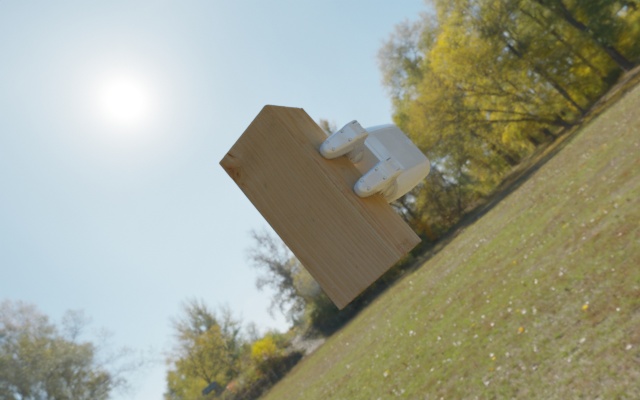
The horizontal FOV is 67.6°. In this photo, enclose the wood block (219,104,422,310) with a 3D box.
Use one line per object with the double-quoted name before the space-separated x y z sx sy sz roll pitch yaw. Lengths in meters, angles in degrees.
"wood block" 0.000 0.002 0.523 0.091 0.206 0.090 -46 -13 24
